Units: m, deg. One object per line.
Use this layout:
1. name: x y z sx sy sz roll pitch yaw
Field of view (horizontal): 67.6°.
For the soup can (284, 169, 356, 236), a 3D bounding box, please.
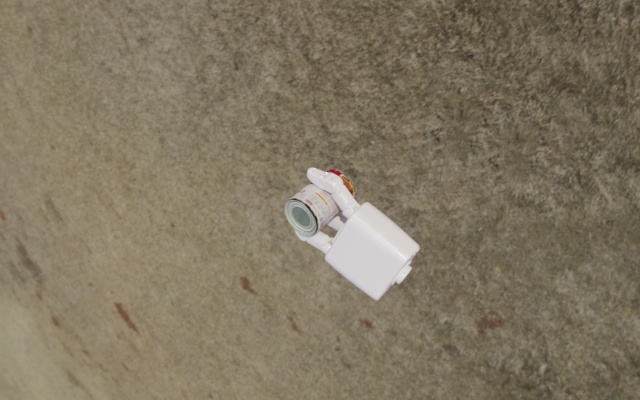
1. soup can: 0.000 0.002 0.758 0.068 0.068 0.102 0 29 46
